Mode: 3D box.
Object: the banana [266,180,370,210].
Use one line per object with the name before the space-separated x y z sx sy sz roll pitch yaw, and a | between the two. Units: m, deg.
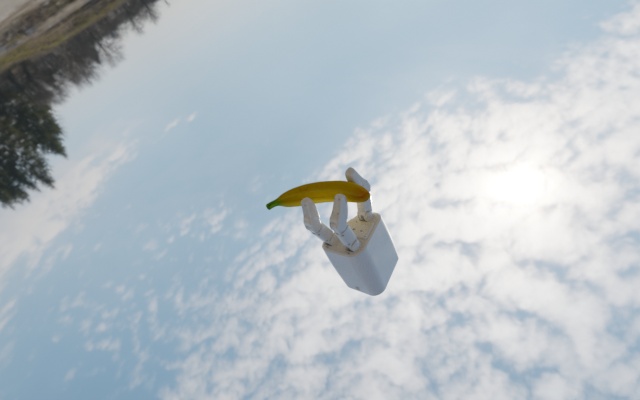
banana | 0.004 -0.008 0.830 0.198 0.037 0.069 -8 31 29
